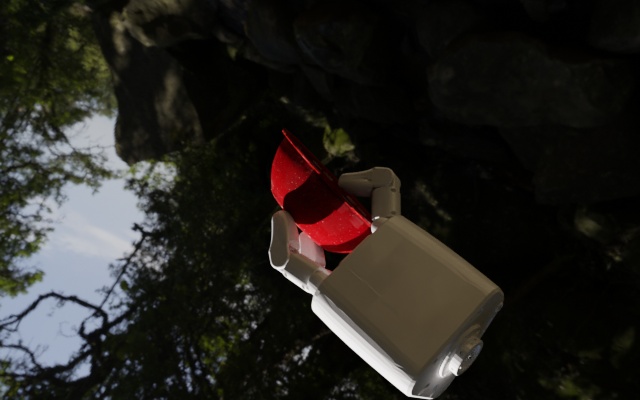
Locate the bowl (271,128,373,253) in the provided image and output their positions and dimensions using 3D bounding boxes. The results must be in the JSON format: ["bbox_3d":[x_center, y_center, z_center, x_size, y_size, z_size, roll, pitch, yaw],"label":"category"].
[{"bbox_3d":[-0.001,0.001,0.497,0.055,0.162,0.162,-43,-5,6],"label":"bowl"}]
